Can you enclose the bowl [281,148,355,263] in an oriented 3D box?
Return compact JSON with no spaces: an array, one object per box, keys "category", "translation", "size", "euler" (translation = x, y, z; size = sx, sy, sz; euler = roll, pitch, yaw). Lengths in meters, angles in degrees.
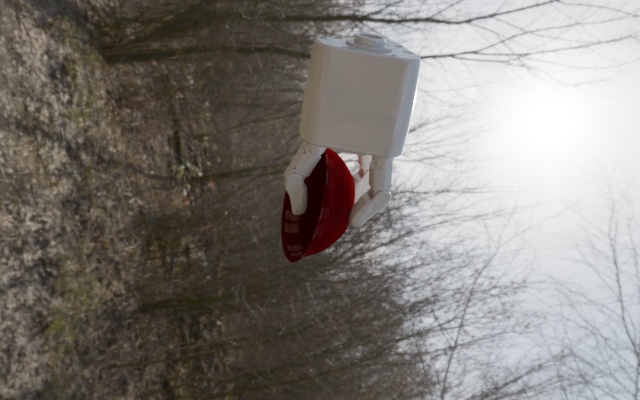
[{"category":"bowl","translation":[0.000,0.003,0.608],"size":[0.055,0.162,0.162],"euler":[12,-4,-20]}]
